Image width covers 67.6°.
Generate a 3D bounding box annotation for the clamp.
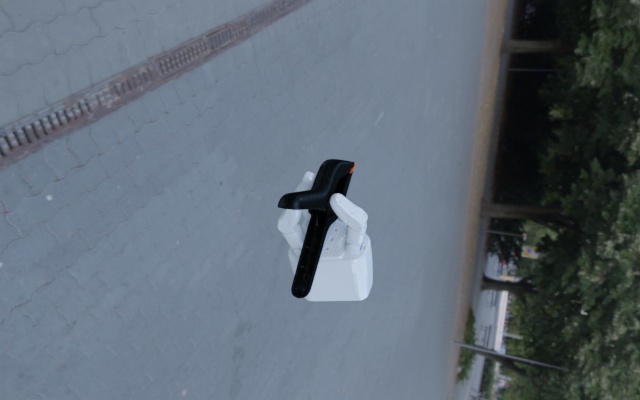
[{"bbox_3d":[0.001,0.002,0.632,0.036,0.209,0.165,12,-41,18],"label":"clamp"}]
